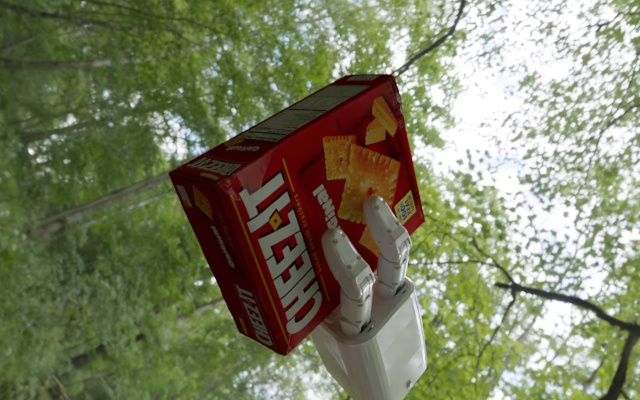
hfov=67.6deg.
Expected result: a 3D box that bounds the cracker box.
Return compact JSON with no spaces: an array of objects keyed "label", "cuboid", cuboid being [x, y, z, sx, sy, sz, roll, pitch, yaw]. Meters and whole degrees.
[{"label":"cracker box","cuboid":[0.000,0.001,0.425,0.072,0.164,0.213,11,37,43]}]
